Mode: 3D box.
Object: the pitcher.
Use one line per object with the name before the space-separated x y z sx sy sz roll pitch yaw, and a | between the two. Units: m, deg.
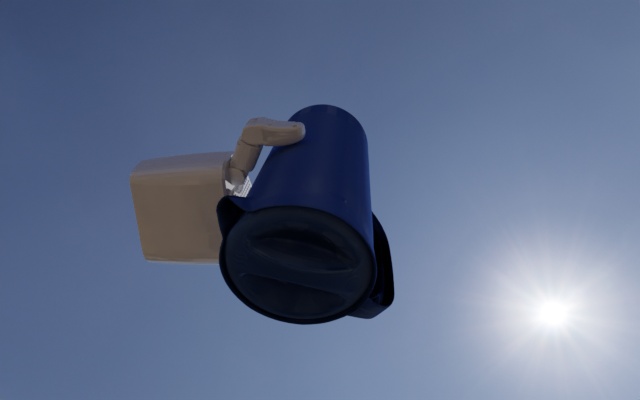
pitcher | 0.000 0.002 0.494 0.145 0.149 0.242 -2 33 9
